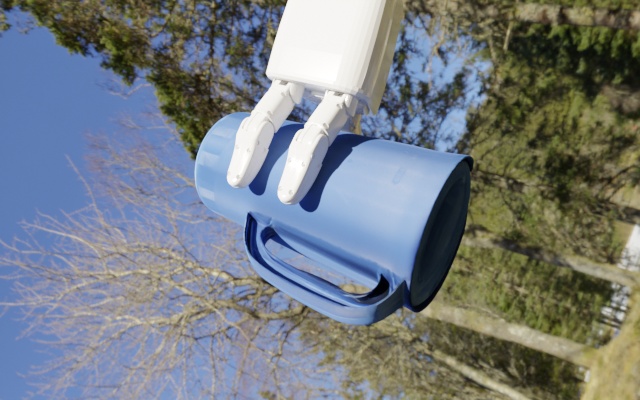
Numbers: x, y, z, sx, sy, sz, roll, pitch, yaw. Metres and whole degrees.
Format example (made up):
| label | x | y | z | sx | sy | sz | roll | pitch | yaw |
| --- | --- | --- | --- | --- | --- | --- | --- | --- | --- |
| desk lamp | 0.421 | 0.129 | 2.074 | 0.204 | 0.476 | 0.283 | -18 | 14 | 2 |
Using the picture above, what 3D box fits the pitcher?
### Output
| label | x | y | z | sx | sy | sz | roll | pitch | yaw |
| --- | --- | --- | --- | --- | --- | --- | --- | --- | --- |
| pitcher | 0.000 | 0.001 | 0.431 | 0.243 | 0.145 | 0.149 | 19 | 6 | 28 |
